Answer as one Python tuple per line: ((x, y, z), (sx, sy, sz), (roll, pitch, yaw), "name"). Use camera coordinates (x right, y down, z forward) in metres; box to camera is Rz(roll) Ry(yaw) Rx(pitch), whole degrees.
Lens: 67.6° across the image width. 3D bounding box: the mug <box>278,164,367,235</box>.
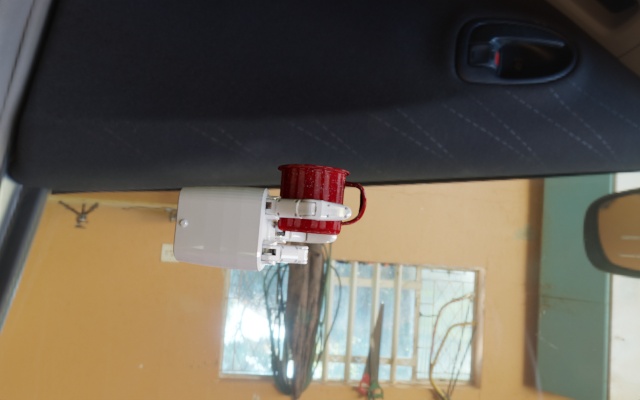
((0.002, 0.002, 0.610), (0.117, 0.081, 0.093), (4, -5, 6), "mug")
